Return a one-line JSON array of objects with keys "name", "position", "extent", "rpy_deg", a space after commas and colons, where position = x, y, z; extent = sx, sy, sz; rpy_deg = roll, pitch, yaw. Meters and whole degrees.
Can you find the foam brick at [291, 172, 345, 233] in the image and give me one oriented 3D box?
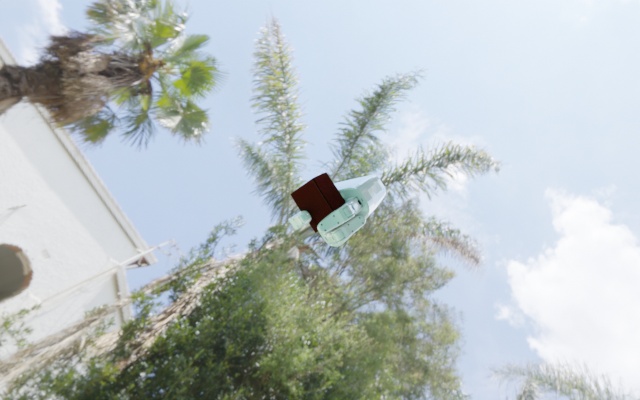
[{"name": "foam brick", "position": [0.000, 0.002, 0.773], "extent": [0.053, 0.078, 0.051], "rpy_deg": [-31, 2, 32]}]
